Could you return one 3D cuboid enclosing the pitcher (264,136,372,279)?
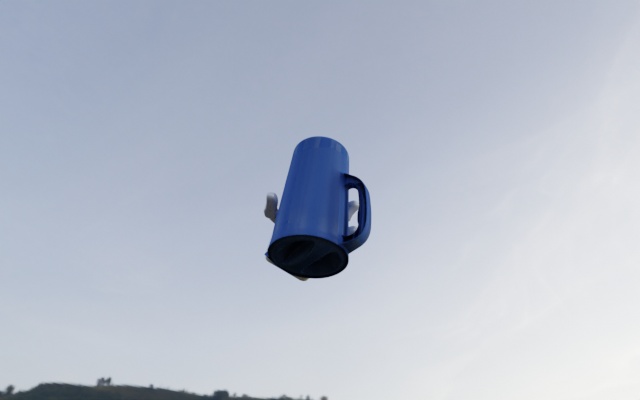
[{"bbox_3d":[0.000,0.003,0.838,0.149,0.242,0.145,15,-38,-10],"label":"pitcher"}]
